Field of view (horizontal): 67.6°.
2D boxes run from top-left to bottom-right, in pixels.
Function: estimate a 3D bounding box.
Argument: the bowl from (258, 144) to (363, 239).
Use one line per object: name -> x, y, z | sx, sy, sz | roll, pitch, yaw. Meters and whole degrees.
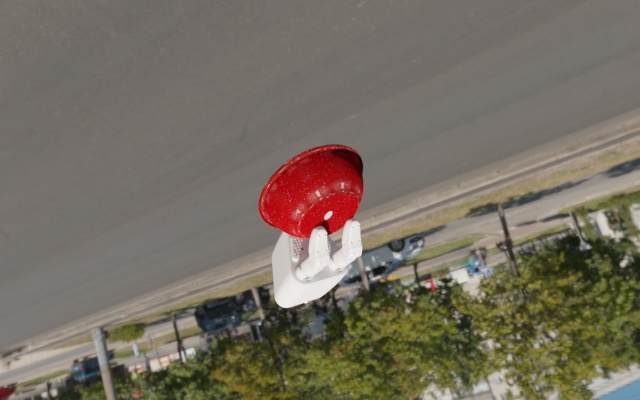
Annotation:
bowl -> 0.000, 0.002, 0.648 | 0.162, 0.055, 0.162 | -22, -35, -16
